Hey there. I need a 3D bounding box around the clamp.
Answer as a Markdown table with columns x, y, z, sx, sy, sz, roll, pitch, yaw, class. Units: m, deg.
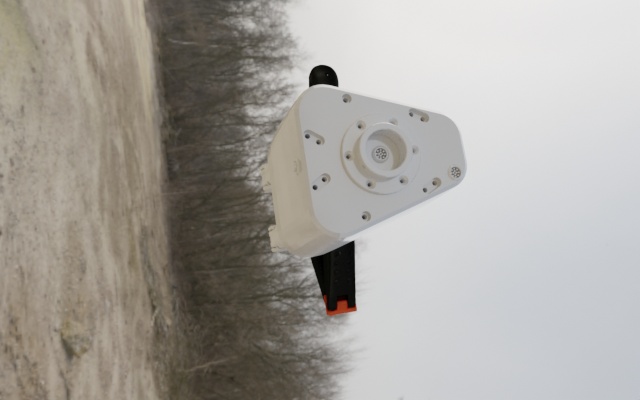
| x | y | z | sx | sy | sz | roll | pitch | yaw | class |
| --- | --- | --- | --- | --- | --- | --- | --- | --- | --- |
| 0.001 | 0.002 | 0.458 | 0.036 | 0.210 | 0.164 | -6 | -9 | -13 | clamp |
